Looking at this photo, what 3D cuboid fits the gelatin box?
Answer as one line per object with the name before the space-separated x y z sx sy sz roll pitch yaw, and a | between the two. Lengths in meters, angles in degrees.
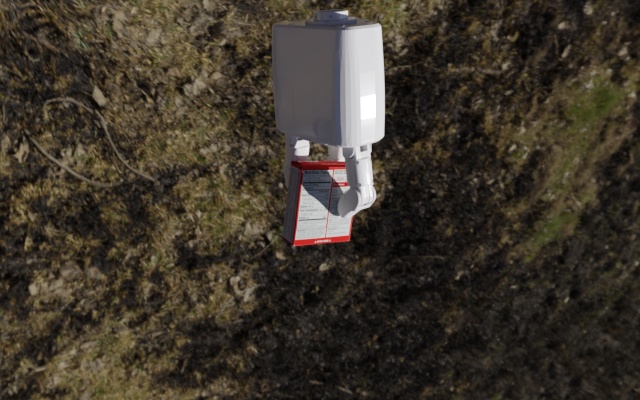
gelatin box | 0.000 0.002 0.517 0.073 0.089 0.030 -3 18 -32
